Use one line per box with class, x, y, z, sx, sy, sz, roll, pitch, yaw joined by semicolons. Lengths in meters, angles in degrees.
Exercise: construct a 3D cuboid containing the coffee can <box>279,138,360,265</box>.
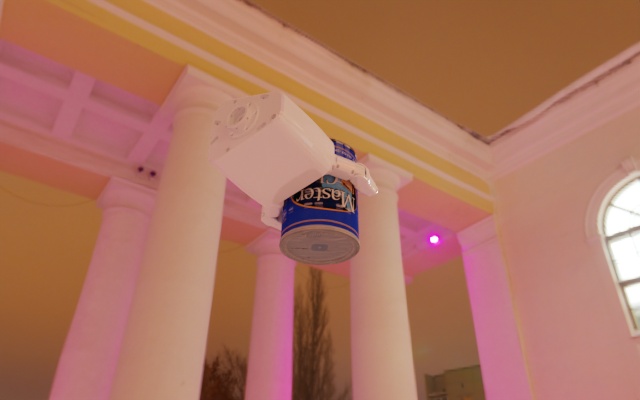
coffee can;0.000;0.002;0.642;0.103;0.140;0.103;1;-32;1
